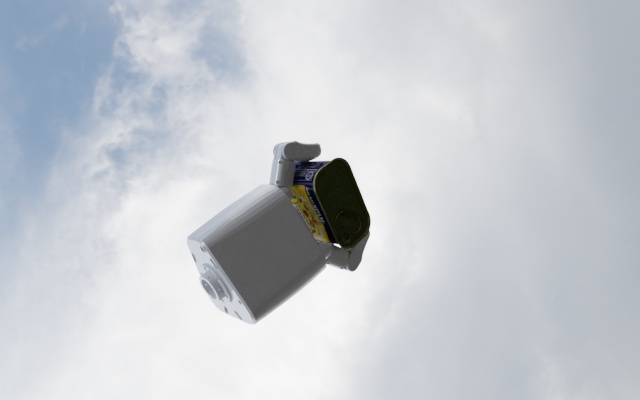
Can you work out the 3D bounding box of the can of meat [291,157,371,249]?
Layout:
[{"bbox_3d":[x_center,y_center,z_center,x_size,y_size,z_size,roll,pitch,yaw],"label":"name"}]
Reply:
[{"bbox_3d":[0.000,0.002,0.562,0.057,0.102,0.084,-39,26,-32],"label":"can of meat"}]
